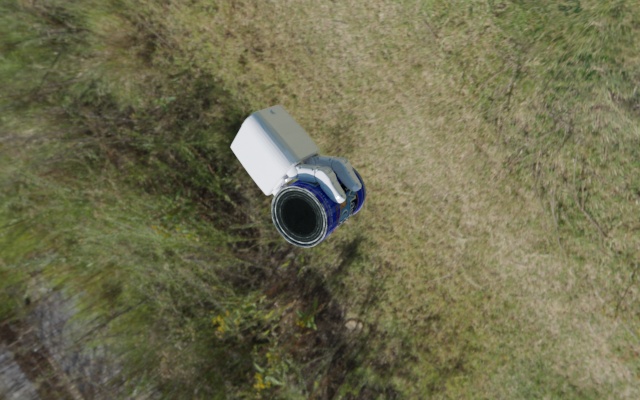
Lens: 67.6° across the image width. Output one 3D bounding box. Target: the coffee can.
[{"bbox_3d":[0.000,0.003,0.791,0.103,0.103,0.140,0,20,32],"label":"coffee can"}]
